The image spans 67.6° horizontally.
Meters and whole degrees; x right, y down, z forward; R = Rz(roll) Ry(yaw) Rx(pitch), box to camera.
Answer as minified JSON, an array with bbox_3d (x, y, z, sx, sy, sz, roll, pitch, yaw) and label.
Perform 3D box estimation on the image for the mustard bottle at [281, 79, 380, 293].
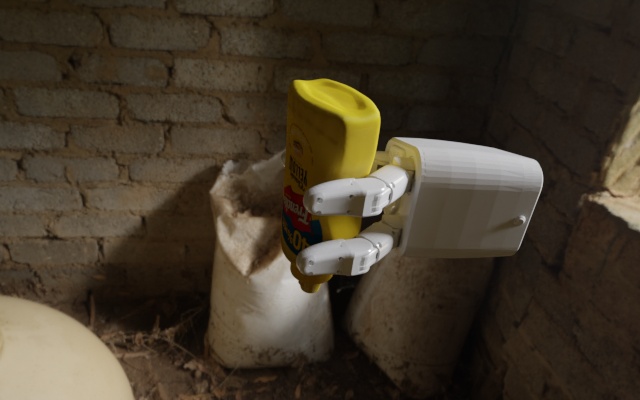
[{"bbox_3d":[0.000,0.001,0.410,0.058,0.192,0.096,-11,34,-27],"label":"mustard bottle"}]
